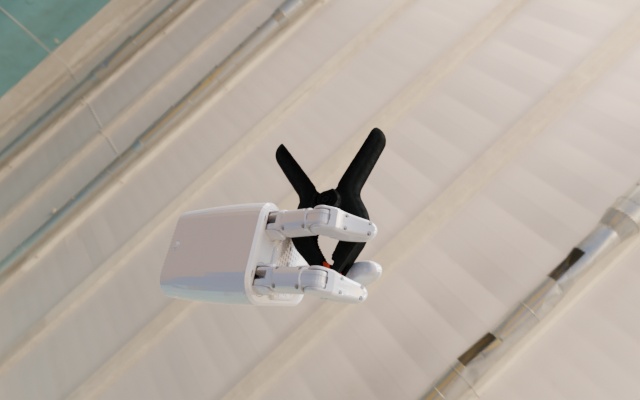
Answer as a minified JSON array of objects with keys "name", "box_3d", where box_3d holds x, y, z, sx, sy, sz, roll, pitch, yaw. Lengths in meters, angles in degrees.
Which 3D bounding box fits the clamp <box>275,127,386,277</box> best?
[{"name":"clamp","box_3d":[0.000,0.002,0.483,0.120,0.171,0.039,-3,-30,24]}]
